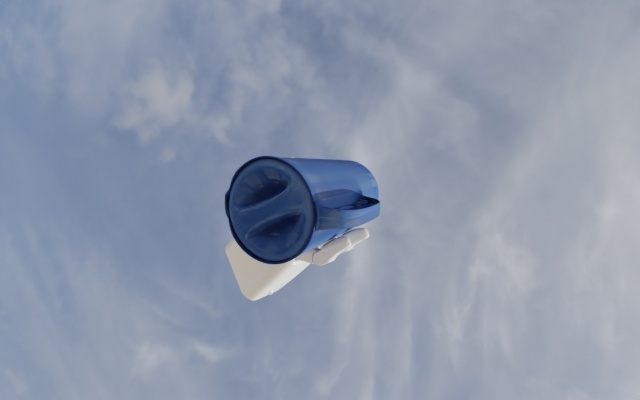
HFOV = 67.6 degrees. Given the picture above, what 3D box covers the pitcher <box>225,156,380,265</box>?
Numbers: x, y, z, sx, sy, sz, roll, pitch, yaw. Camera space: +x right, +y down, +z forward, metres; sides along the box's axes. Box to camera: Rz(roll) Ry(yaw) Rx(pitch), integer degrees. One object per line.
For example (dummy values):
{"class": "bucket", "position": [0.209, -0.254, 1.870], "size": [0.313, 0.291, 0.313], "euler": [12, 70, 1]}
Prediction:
{"class": "pitcher", "position": [0.000, 0.002, 0.674], "size": [0.145, 0.149, 0.243], "euler": [-45, -16, 26]}
